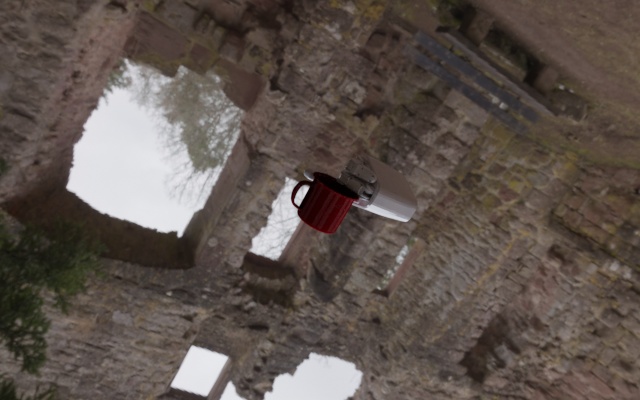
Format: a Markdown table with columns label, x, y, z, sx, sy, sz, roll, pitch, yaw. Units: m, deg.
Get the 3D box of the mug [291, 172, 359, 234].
| label | x | y | z | sx | sy | sz | roll | pitch | yaw |
| --- | --- | --- | --- | --- | --- | --- | --- | --- | --- |
| mug | -0.001 | 0.003 | 0.856 | 0.117 | 0.081 | 0.093 | 20 | 18 | -30 |
